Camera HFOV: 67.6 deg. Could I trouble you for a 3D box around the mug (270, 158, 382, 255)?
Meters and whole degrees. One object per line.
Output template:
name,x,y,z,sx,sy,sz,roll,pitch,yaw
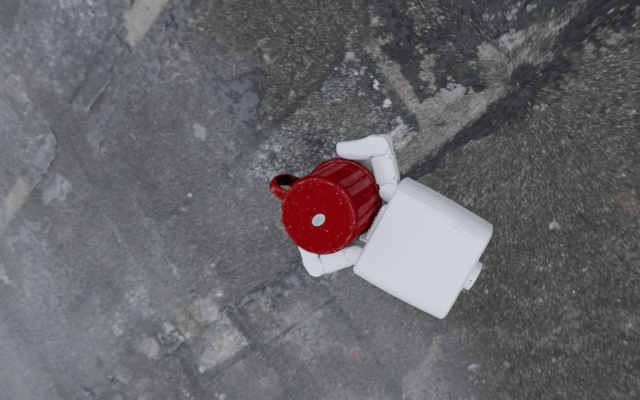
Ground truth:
mug,-0.001,0.001,0.502,0.117,0.093,0.081,28,22,12
